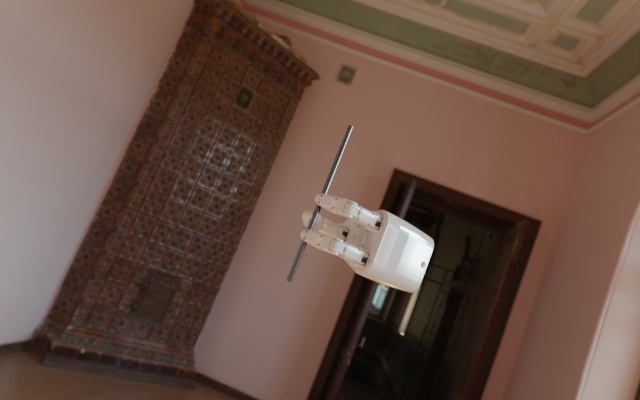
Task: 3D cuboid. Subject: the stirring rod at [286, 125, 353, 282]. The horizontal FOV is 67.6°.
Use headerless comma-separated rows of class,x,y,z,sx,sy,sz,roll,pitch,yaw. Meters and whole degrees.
stirring rod,0.000,0.002,0.680,0.011,0.239,0.011,21,-8,3
